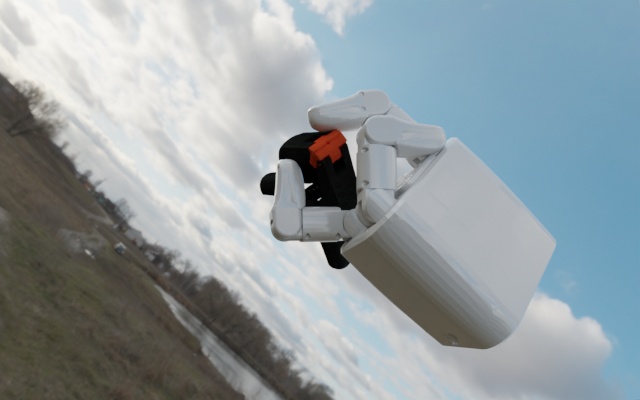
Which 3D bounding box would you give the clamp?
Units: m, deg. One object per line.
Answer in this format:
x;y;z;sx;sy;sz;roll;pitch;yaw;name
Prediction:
0.000;0.001;0.408;0.039;0.120;0.171;-46;-1;-19;clamp
